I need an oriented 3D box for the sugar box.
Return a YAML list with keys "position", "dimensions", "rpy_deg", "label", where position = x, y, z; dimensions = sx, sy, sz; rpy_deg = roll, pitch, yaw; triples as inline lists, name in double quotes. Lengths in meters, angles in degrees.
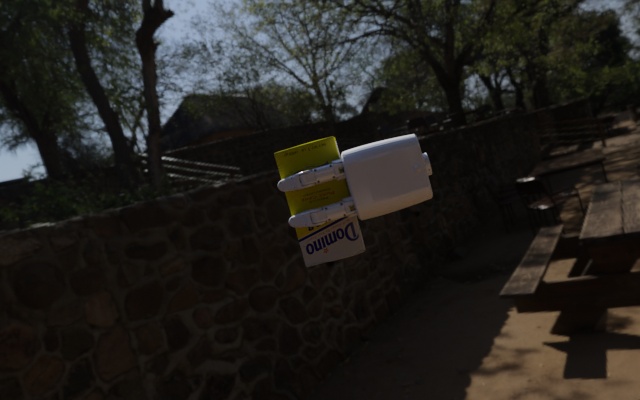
- position: [0.000, 0.002, 0.708]
  dimensions: [0.093, 0.176, 0.048]
  rpy_deg: [-16, 3, 6]
  label: "sugar box"
